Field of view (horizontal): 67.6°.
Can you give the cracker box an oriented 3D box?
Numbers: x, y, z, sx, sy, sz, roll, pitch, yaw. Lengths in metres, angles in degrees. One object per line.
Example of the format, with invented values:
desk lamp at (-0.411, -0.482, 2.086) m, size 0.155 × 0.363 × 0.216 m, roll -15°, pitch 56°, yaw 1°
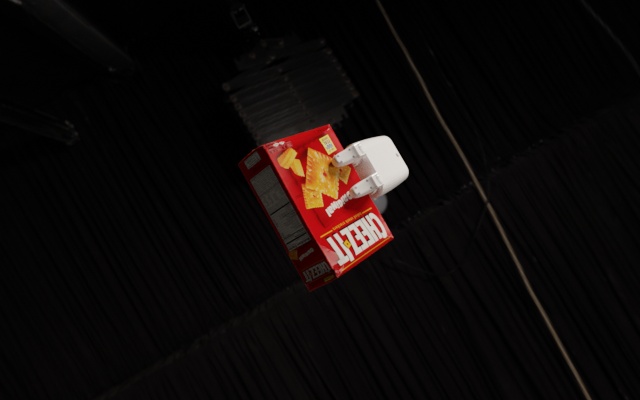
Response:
cracker box at (0.000, 0.002, 0.722) m, size 0.072 × 0.213 × 0.164 m, roll -33°, pitch -5°, yaw 41°
